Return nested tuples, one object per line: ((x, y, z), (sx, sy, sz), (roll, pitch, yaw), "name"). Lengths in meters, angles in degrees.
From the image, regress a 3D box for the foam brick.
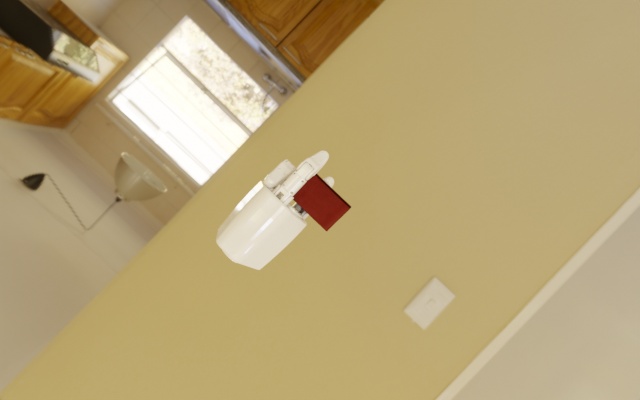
((0.000, 0.002, 0.709), (0.078, 0.051, 0.053), (44, -1, 4), "foam brick")
